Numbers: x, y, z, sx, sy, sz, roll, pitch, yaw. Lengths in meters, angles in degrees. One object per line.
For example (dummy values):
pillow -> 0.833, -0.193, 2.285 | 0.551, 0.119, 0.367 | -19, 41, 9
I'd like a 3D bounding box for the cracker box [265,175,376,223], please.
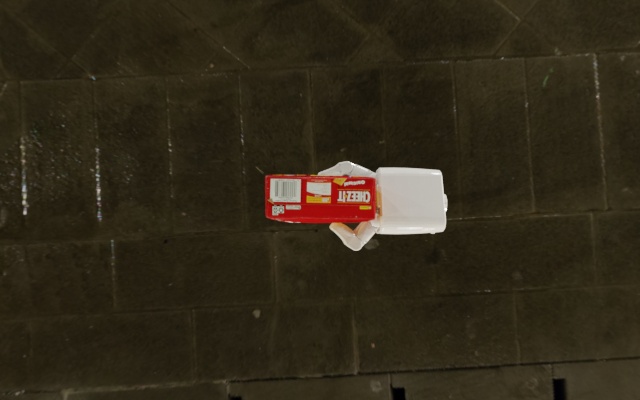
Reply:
cracker box -> 0.000, 0.002, 0.798 | 0.164, 0.072, 0.214 | 1, -3, 0
